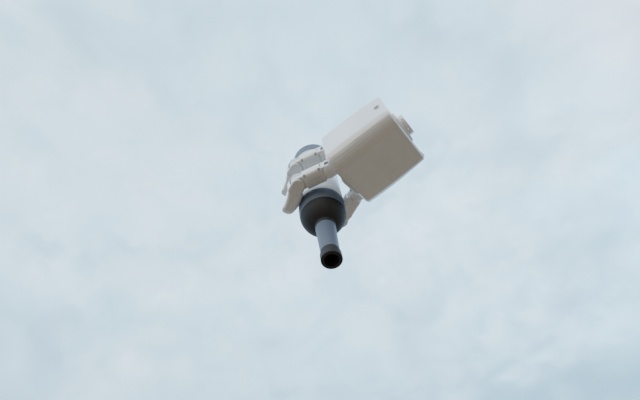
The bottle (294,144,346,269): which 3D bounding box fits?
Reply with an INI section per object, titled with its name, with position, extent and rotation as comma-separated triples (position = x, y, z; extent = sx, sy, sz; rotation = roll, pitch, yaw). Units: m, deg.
[bottle]
position = 0.000, 0.002, 0.704
extent = 0.069, 0.069, 0.295
rotation = 0, 28, -6
